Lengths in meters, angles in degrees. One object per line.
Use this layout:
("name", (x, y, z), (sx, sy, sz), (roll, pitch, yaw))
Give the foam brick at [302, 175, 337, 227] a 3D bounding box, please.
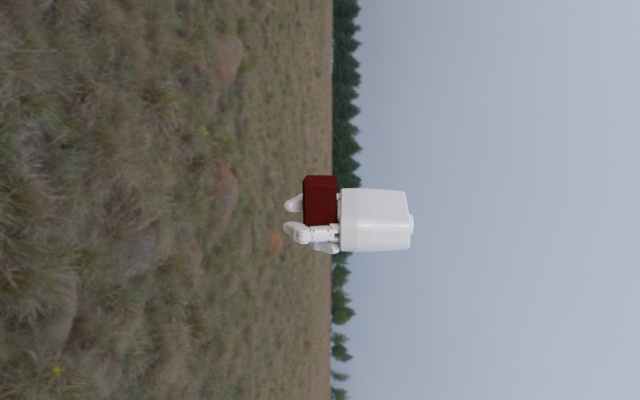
("foam brick", (0.000, 0.002, 0.748), (0.051, 0.078, 0.053), (1, 18, 5))
